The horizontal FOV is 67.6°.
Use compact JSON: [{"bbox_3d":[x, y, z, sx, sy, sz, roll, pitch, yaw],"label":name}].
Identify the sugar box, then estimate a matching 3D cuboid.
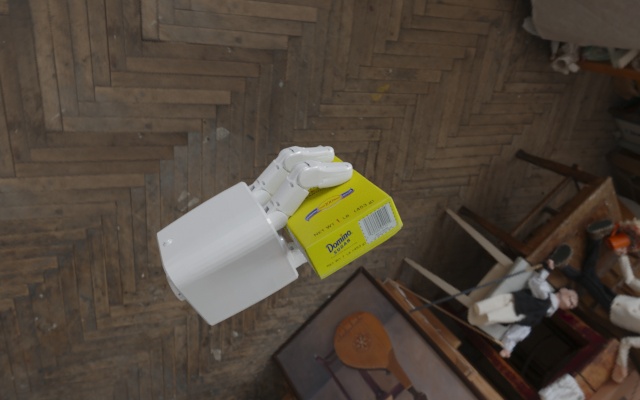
[{"bbox_3d":[0.000,0.001,0.499,0.093,0.048,0.176,-30,32,-9],"label":"sugar box"}]
